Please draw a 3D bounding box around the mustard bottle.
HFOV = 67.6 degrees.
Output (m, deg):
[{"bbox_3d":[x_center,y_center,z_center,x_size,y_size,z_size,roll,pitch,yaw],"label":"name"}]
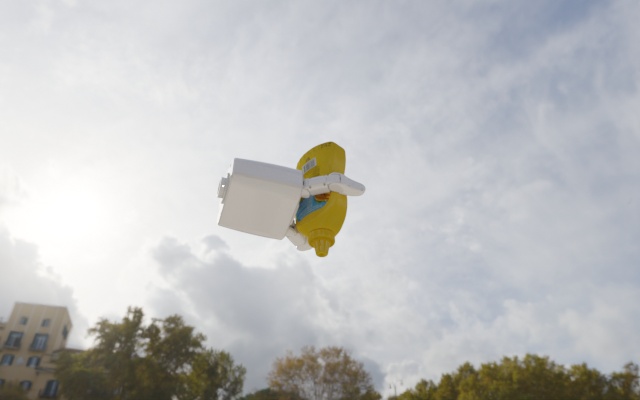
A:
[{"bbox_3d":[0.000,0.002,0.753,0.096,0.191,0.058,-31,-47,34],"label":"mustard bottle"}]
